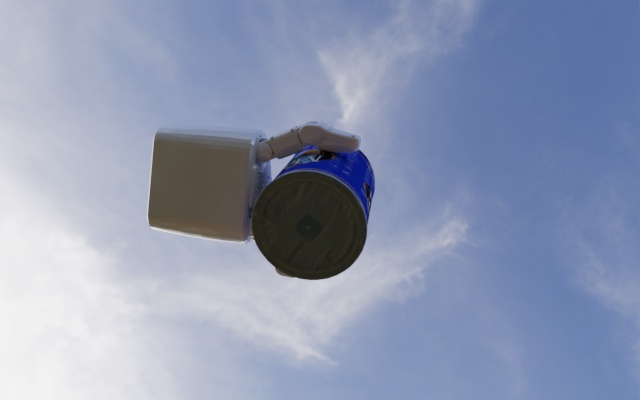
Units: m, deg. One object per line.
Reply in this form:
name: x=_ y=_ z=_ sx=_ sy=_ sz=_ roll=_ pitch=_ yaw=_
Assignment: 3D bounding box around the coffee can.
coffee can: x=0.000 y=0.002 z=0.479 sx=0.103 sy=0.103 sz=0.140 roll=0 pitch=19 yaw=10
